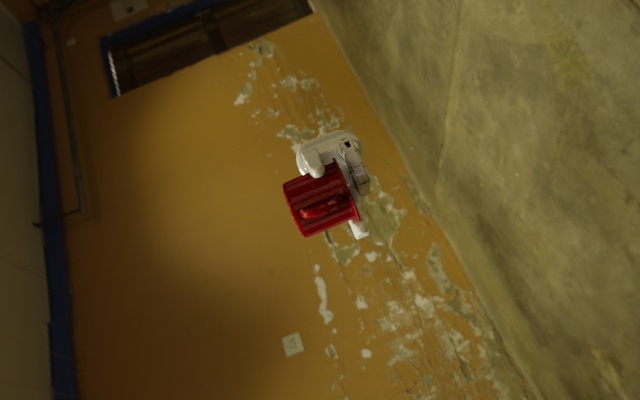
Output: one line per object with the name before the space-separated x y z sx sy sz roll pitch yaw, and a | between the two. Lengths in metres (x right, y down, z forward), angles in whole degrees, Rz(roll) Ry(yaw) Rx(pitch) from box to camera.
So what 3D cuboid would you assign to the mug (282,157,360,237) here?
mug | 0.000 0.003 0.638 0.081 0.093 0.117 -23 13 1
